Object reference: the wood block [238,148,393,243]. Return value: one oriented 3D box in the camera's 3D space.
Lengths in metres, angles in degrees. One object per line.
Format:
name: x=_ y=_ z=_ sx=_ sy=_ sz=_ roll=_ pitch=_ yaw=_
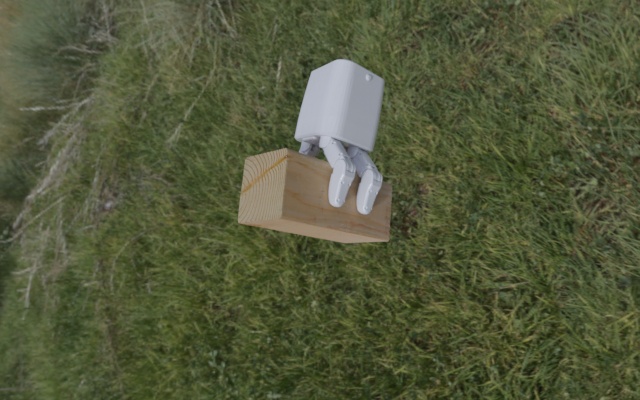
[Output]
wood block: x=0.000 y=0.002 z=0.662 sx=0.206 sy=0.090 sz=0.091 roll=15 pitch=-15 yaw=-42
